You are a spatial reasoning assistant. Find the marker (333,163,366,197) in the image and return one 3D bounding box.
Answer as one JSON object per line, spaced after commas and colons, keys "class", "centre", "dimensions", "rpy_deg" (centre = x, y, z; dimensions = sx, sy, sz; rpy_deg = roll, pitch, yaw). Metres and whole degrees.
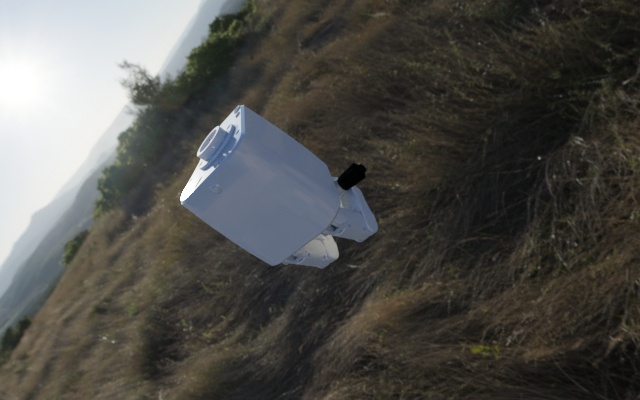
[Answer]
{"class": "marker", "centre": [0.000, 0.002, 0.487], "dimensions": [0.121, 0.020, 0.020], "rpy_deg": [-39, -22, 30]}
